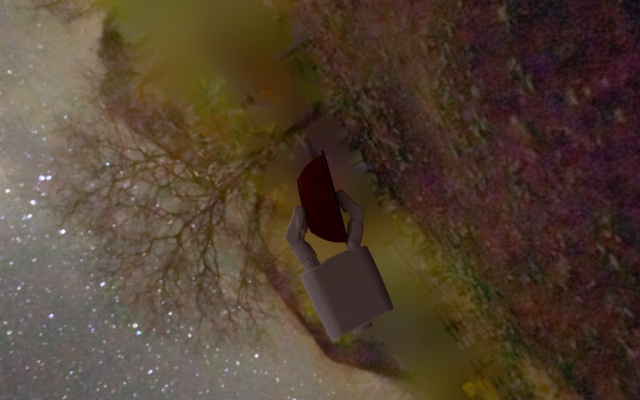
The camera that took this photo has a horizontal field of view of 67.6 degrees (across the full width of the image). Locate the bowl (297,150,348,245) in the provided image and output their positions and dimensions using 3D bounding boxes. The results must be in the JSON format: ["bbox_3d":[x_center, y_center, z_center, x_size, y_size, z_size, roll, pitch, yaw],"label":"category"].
[{"bbox_3d":[-0.001,0.001,0.778,0.055,0.162,0.162,-15,-1,3],"label":"bowl"}]
